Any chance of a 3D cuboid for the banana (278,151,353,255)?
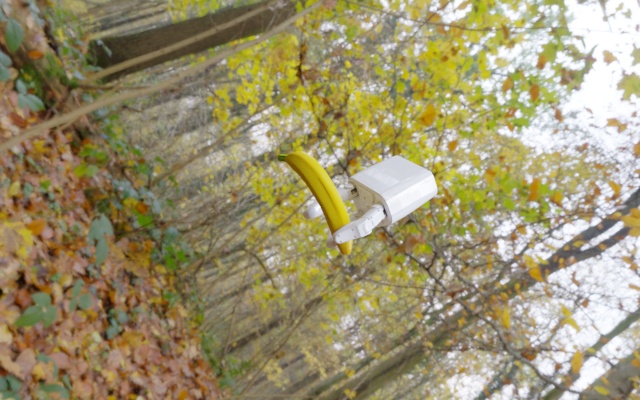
[{"bbox_3d":[0.004,-0.005,0.755,0.037,0.198,0.070,-31,-4,-23],"label":"banana"}]
